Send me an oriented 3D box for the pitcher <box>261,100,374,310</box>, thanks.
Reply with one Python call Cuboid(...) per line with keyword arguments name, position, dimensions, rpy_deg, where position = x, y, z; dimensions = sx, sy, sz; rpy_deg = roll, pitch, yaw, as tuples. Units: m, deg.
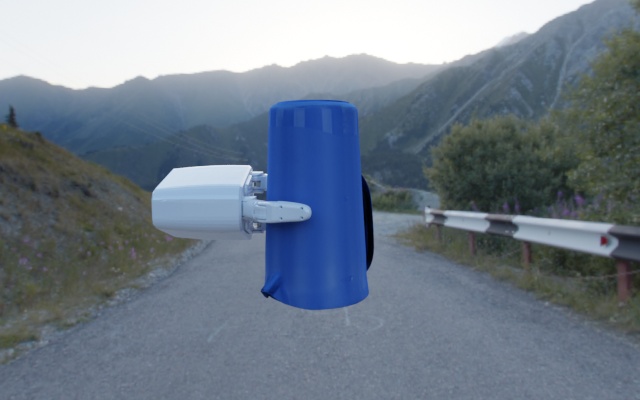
Cuboid(name="pitcher", position=(0.000, 0.002, 0.599), dimensions=(0.145, 0.243, 0.149), rpy_deg=(0, 6, 1))
